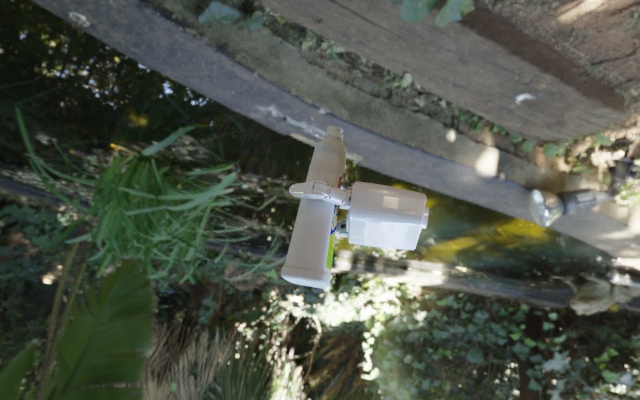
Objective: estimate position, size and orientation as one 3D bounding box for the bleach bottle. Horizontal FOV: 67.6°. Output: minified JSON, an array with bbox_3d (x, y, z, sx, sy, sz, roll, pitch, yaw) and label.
[{"bbox_3d":[0.000,0.002,0.730,0.068,0.250,0.102,8,-15,9],"label":"bleach bottle"}]
